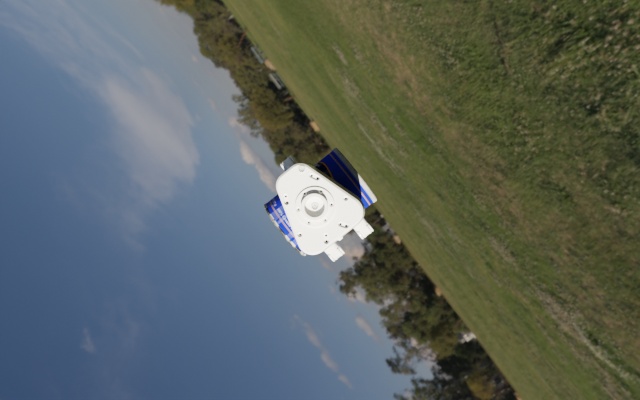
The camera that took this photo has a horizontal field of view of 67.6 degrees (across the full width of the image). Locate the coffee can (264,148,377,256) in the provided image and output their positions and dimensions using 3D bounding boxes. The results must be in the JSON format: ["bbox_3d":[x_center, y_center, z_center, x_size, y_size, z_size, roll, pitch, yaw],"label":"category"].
[{"bbox_3d":[0.000,0.002,0.731,0.140,0.103,0.103,-38,-2,3],"label":"coffee can"}]
